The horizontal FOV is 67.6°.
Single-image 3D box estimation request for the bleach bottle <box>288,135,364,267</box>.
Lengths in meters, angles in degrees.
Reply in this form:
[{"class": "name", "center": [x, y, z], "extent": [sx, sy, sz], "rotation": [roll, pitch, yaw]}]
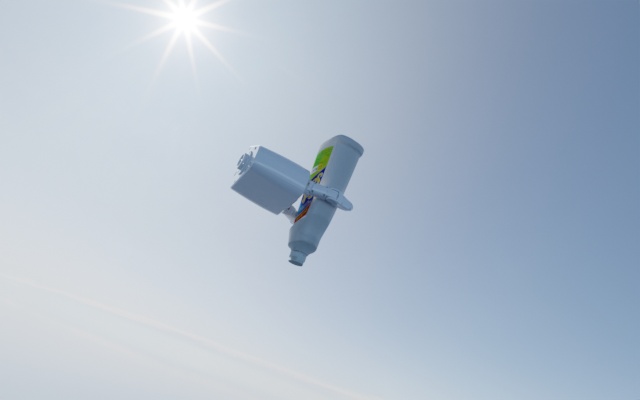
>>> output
[{"class": "bleach bottle", "center": [0.000, 0.003, 0.898], "extent": [0.068, 0.250, 0.102], "rotation": [30, -24, -22]}]
